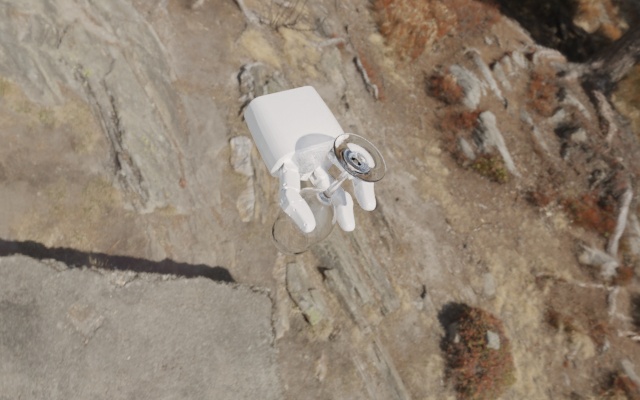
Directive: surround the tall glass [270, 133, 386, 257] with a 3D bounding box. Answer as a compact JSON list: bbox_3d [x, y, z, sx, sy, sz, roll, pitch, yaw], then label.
[{"bbox_3d":[0.000,0.002,0.641,0.079,0.079,0.201,0,-34,-35],"label":"tall glass"}]
